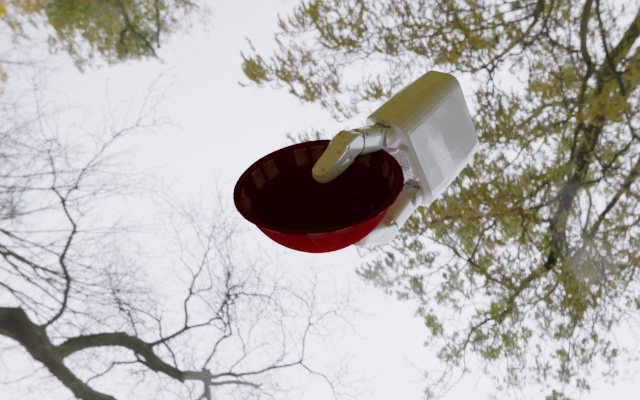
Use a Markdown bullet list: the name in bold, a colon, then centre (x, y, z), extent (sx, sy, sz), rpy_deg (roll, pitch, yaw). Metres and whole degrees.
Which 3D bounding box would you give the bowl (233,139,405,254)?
- **bowl**: centre (-0.001, 0.002, 0.465), extent (0.162, 0.055, 0.162), rpy_deg (-5, 35, 4)
